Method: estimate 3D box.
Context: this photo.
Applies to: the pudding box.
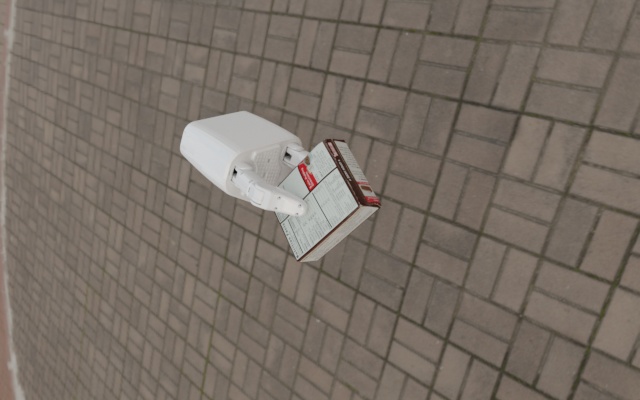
[{"bbox_3d":[0.000,0.002,0.518,0.039,0.090,0.113,-2,-33,-47],"label":"pudding box"}]
